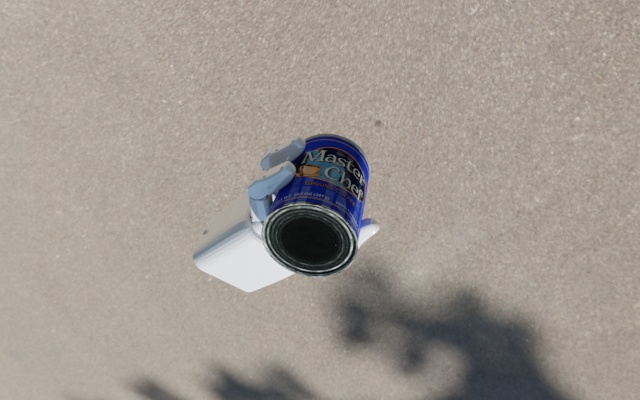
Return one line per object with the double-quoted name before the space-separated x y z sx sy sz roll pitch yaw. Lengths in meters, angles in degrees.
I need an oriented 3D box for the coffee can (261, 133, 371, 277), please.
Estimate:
"coffee can" 0.000 0.002 0.547 0.103 0.103 0.140 0 37 12
